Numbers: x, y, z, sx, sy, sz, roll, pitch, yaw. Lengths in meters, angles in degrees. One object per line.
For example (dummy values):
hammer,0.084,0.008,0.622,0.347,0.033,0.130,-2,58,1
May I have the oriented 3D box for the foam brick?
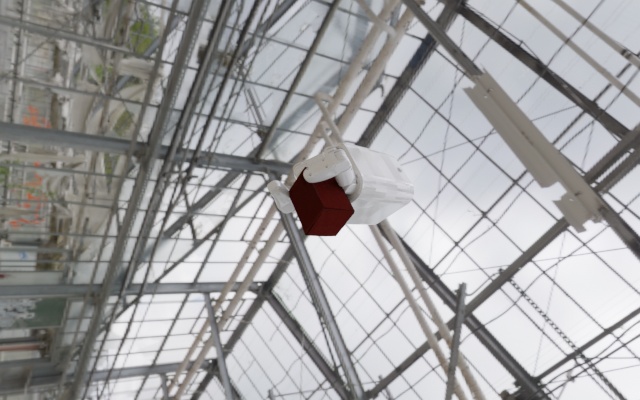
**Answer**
foam brick,0.000,0.002,0.629,0.051,0.078,0.053,8,-48,-35
